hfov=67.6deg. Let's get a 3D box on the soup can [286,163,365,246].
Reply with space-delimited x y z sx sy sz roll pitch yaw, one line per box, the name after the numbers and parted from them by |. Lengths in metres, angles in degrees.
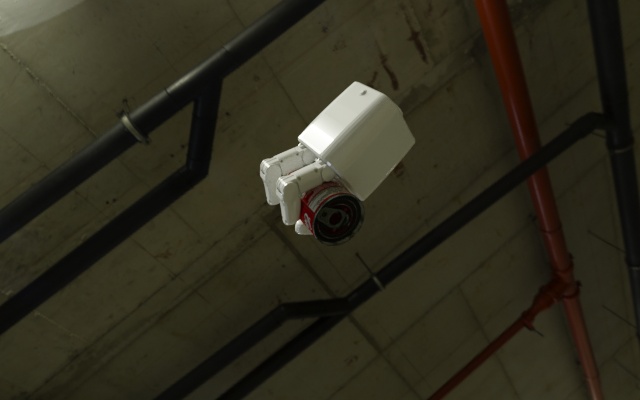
0.000 0.002 0.593 0.068 0.068 0.102 0 26 -29 | soup can
